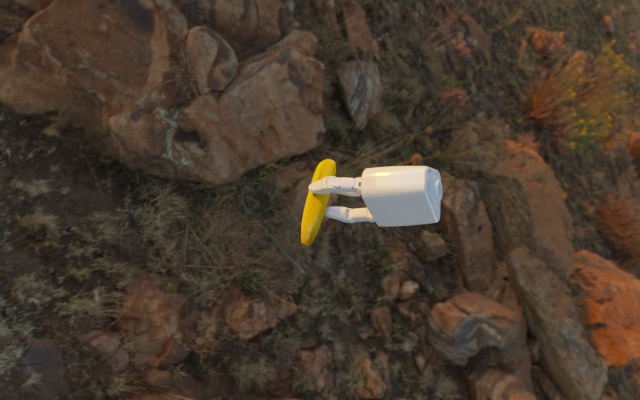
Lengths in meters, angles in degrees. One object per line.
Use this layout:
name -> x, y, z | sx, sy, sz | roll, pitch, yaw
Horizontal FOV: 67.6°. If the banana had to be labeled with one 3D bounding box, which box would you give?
banana -> 0.000, -0.012, 0.864 | 0.037, 0.197, 0.070 | 9, -41, 10
